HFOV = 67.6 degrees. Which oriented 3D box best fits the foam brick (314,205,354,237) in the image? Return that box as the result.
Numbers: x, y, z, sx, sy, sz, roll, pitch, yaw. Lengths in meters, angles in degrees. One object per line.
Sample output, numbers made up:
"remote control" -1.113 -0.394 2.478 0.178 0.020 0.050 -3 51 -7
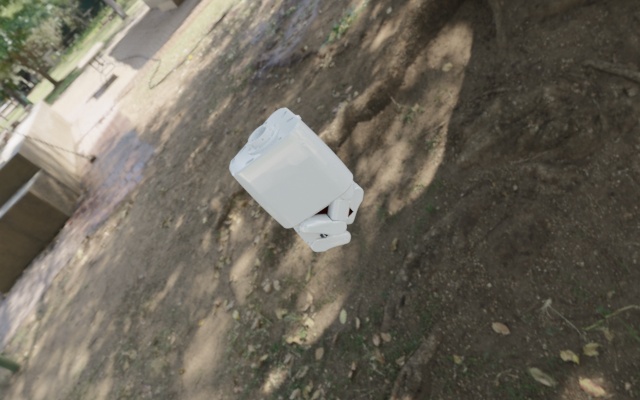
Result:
"foam brick" 0.000 0.002 0.664 0.051 0.053 0.078 46 2 -30
